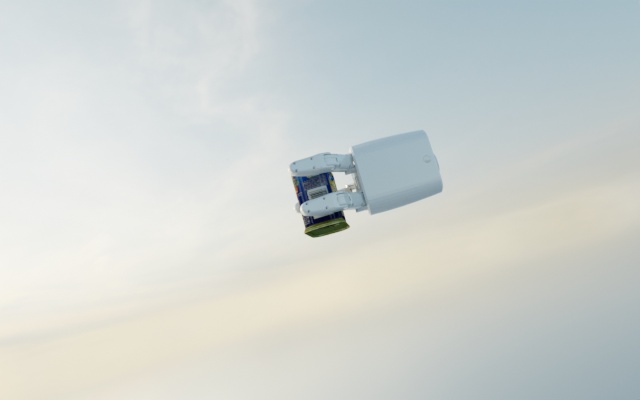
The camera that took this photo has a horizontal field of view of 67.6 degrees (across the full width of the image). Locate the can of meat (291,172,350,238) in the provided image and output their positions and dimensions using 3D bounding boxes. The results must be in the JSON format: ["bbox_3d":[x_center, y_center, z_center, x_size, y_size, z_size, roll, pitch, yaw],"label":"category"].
[{"bbox_3d":[0.000,0.002,0.664,0.057,0.084,0.102,-16,-10,6],"label":"can of meat"}]
